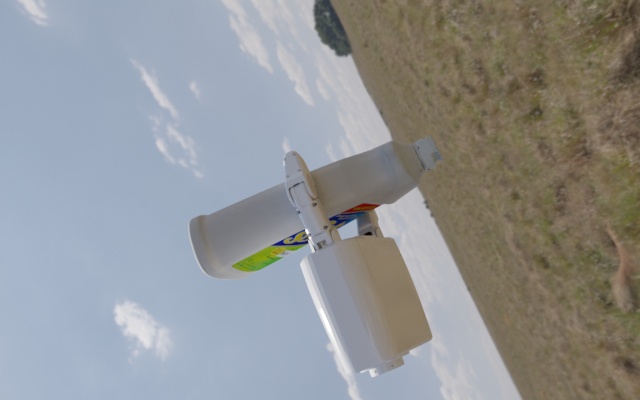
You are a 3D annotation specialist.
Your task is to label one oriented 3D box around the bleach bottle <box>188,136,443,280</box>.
[{"bbox_3d":[0.000,0.002,0.481,0.251,0.068,0.102,-26,-19,12],"label":"bleach bottle"}]
